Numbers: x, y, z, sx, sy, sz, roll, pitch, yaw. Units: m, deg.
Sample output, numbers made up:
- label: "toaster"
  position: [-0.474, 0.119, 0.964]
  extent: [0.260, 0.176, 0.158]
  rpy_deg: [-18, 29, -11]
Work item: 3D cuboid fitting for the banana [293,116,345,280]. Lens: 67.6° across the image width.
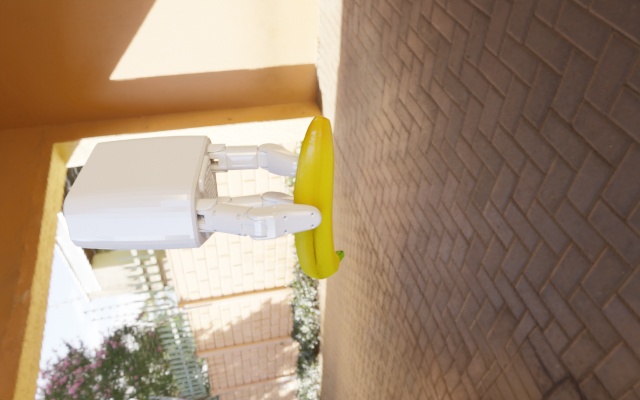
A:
- label: "banana"
  position: [-0.003, 0.017, 0.445]
  extent: [0.037, 0.069, 0.198]
  rpy_deg: [5, -42, 10]
